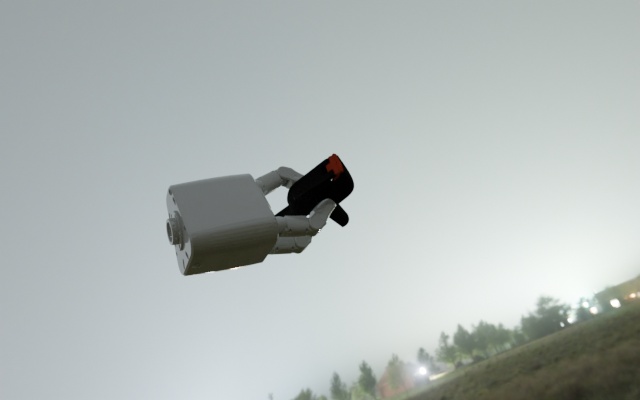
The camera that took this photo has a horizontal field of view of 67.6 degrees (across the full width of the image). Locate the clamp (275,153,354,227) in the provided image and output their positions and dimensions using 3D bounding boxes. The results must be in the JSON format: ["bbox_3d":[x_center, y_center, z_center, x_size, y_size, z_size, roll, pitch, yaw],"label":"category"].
[{"bbox_3d":[0.000,0.001,0.676,0.164,0.036,0.210,-9,-25,-29],"label":"clamp"}]
